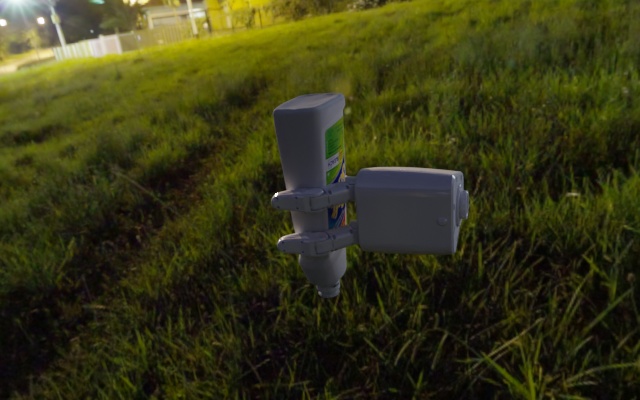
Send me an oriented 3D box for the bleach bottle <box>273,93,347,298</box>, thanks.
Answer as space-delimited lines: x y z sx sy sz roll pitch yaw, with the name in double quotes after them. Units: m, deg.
0.000 0.002 0.592 0.068 0.251 0.102 2 23 22 "bleach bottle"
